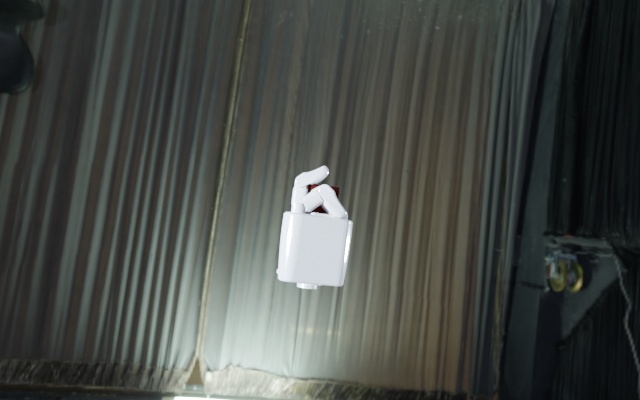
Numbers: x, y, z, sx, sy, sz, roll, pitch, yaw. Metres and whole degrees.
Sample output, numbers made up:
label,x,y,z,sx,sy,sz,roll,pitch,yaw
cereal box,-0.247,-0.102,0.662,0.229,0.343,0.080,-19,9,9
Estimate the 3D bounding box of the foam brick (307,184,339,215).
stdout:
label,x,y,z,sx,sy,sz,roll,pitch,yaw
foam brick,0.000,0.003,0.827,0.053,0.051,0.078,7,-5,-4
